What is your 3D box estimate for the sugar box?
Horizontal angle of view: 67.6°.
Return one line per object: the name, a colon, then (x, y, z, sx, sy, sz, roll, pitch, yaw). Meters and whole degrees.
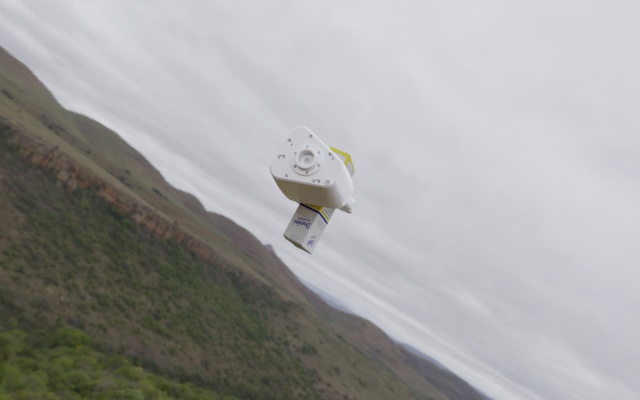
sugar box: (0.000, 0.002, 0.842, 0.048, 0.176, 0.093, 28, -10, 16)
